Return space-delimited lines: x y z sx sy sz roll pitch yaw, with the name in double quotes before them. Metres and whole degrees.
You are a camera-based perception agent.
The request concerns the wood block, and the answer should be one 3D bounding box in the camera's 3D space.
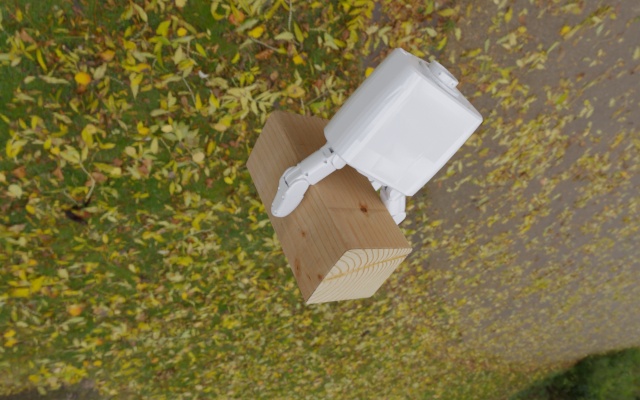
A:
"wood block" 0.000 0.002 0.540 0.091 0.206 0.090 3 -45 -36
